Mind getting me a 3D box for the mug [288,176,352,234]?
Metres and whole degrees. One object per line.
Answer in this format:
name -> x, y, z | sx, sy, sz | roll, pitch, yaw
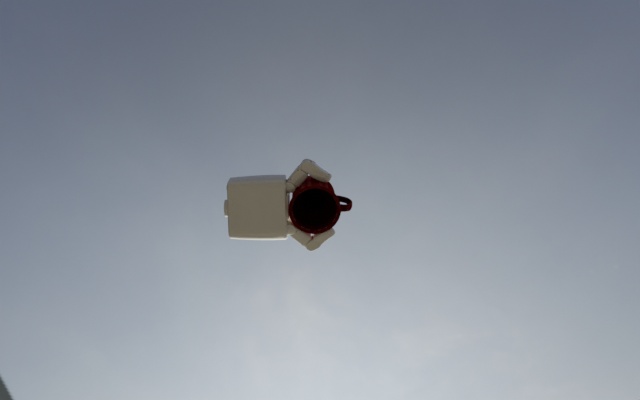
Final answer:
mug -> 0.002, 0.003, 0.878 | 0.117, 0.093, 0.081 | 0, 21, -3
